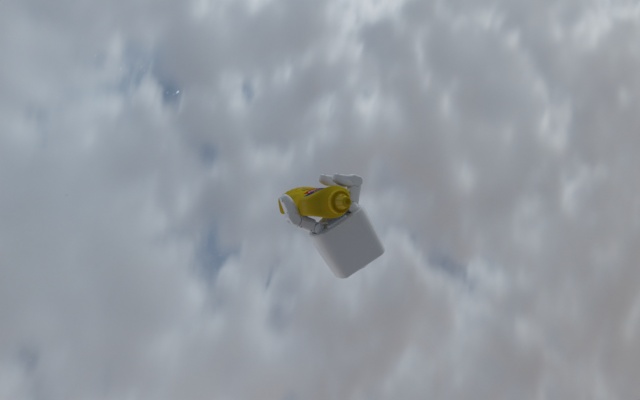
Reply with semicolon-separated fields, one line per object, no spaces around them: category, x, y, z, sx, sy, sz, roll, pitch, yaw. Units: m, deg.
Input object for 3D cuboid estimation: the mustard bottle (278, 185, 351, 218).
mustard bottle;0.000;0.003;0.888;0.096;0.058;0.191;-11;6;-27
